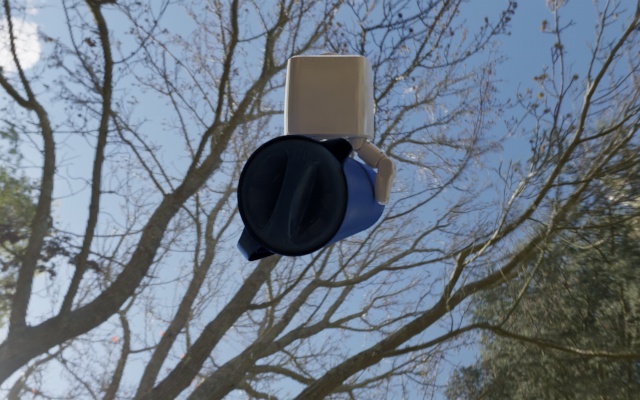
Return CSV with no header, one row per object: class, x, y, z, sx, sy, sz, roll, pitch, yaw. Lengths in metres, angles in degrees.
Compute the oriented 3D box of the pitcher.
pitcher,0.000,0.002,0.625,0.149,0.145,0.243,0,-1,21
